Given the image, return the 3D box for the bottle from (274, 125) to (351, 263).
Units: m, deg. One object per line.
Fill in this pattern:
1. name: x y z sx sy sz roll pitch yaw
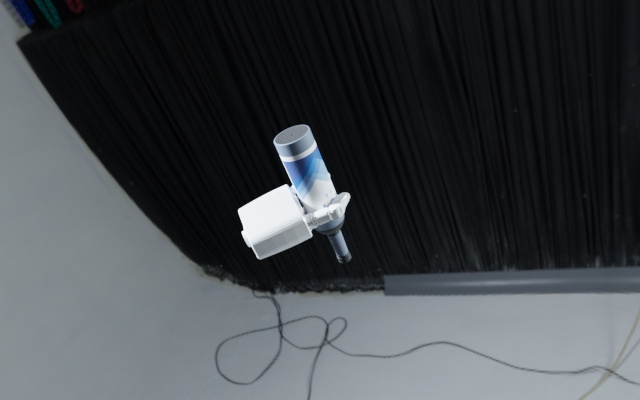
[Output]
1. bottle: 0.000 0.003 0.895 0.069 0.296 0.069 -17 32 11
